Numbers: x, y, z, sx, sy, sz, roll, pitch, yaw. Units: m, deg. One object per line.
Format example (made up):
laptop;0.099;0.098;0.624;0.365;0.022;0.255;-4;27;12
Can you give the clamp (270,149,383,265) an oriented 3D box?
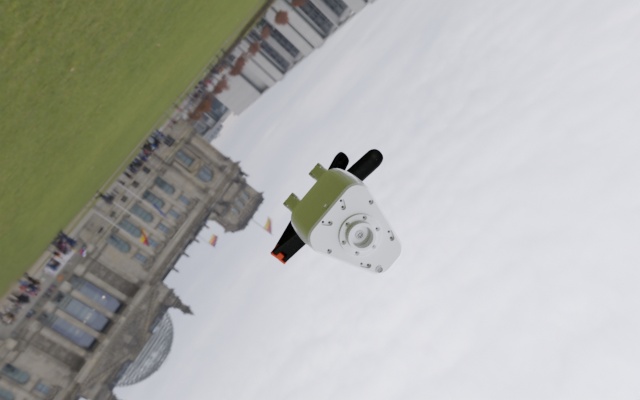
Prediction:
clamp;0.000;0.003;0.719;0.036;0.210;0.164;40;1;-13
